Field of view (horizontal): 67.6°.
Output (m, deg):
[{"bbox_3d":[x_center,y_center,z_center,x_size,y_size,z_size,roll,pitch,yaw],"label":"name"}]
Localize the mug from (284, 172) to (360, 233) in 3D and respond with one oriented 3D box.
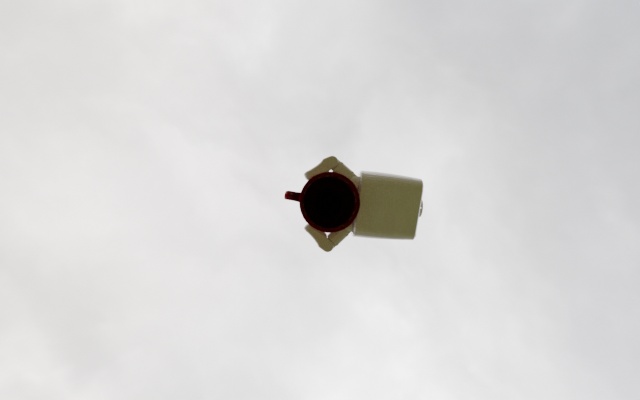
[{"bbox_3d":[-0.001,0.002,0.763,0.117,0.093,0.081,8,-3,-3],"label":"mug"}]
